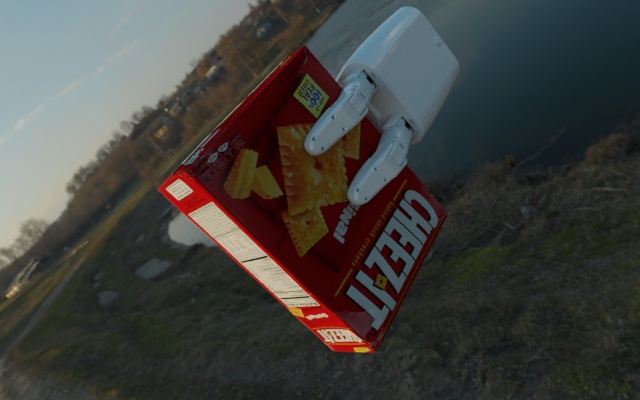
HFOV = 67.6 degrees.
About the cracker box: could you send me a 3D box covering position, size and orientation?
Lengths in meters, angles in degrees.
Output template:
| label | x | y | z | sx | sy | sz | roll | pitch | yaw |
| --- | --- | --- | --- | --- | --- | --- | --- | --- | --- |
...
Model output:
| label | x | y | z | sx | sy | sz | roll | pitch | yaw |
| --- | --- | --- | --- | --- | --- | --- | --- | --- | --- |
| cracker box | 0.000 | 0.001 | 0.418 | 0.214 | 0.164 | 0.072 | 46 | -32 | -17 |
